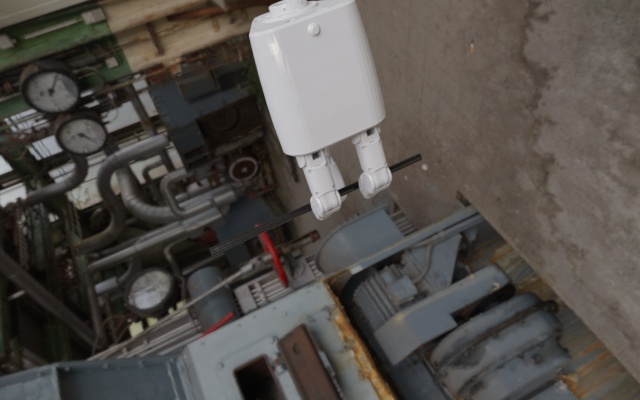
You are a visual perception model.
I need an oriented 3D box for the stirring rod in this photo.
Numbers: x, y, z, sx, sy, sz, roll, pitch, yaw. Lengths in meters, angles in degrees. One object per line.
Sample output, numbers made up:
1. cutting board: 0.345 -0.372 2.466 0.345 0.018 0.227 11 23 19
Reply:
1. stirring rod: 0.000 0.001 0.489 0.239 0.011 0.011 -25 5 -12
